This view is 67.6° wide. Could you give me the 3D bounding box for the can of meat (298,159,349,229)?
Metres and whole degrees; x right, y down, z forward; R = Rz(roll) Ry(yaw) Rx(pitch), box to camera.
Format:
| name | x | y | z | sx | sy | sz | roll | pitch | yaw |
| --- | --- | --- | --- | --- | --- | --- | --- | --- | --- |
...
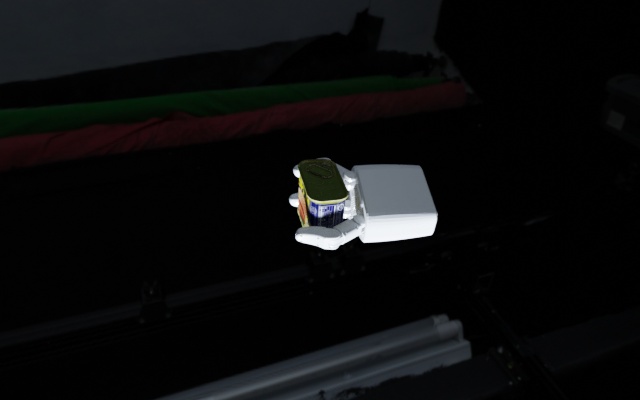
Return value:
| name | x | y | z | sx | sy | sz | roll | pitch | yaw |
| --- | --- | --- | --- | --- | --- | --- | --- | --- | --- |
| can of meat | 0.000 | 0.003 | 0.690 | 0.057 | 0.084 | 0.102 | -6 | 39 | -13 |
